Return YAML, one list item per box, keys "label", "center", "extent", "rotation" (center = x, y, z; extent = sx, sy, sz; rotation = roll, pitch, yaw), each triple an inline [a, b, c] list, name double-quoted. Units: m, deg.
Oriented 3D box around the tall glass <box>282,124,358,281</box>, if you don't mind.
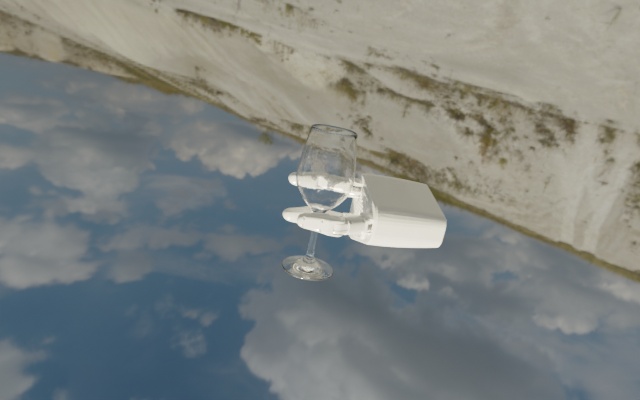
- label: "tall glass"
  center: [0.000, 0.003, 0.644]
  extent: [0.079, 0.201, 0.079]
  rotation: [10, 17, -3]
